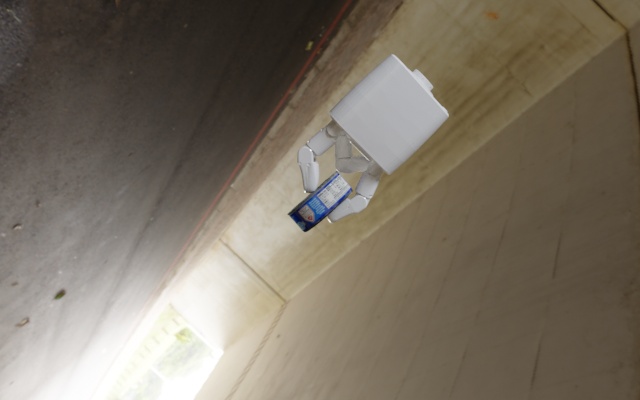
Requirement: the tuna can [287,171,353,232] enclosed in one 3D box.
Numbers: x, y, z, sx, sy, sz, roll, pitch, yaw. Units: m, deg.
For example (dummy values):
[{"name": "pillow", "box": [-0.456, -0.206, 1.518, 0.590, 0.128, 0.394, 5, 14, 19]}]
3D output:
[{"name": "tuna can", "box": [0.000, 0.002, 0.616, 0.086, 0.034, 0.086, -41, 2, 2]}]
